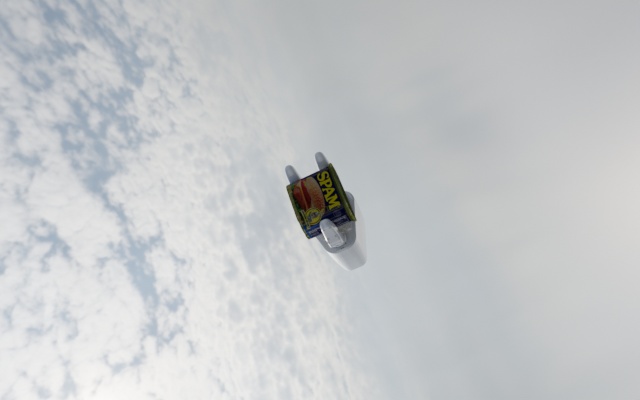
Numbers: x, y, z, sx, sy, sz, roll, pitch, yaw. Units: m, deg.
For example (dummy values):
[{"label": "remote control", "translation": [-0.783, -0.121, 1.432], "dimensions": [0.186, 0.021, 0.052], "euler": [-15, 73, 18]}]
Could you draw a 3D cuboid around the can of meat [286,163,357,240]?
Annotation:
[{"label": "can of meat", "translation": [0.000, 0.003, 0.773], "dimensions": [0.084, 0.102, 0.057], "euler": [-24, -28, 7]}]
